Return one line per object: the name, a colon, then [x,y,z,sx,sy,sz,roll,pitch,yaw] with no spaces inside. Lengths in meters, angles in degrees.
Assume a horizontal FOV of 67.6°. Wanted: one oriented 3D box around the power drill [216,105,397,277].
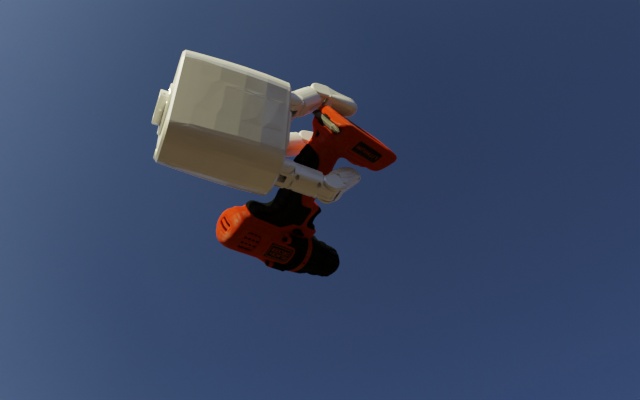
power drill: [0.000,0.001,0.541,0.184,0.188,0.057,26,15,-46]
